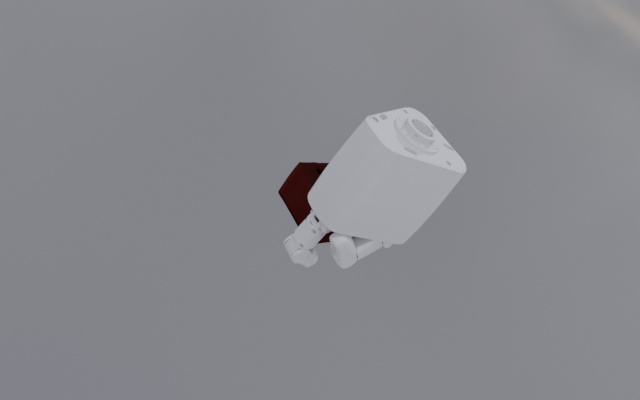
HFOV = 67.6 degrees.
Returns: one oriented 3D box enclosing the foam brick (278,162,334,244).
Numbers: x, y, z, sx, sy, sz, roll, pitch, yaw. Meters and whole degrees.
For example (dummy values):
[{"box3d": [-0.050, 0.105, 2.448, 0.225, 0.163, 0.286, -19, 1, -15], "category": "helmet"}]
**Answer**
[{"box3d": [0.000, 0.002, 0.525, 0.053, 0.078, 0.051, -3, -39, -42], "category": "foam brick"}]
